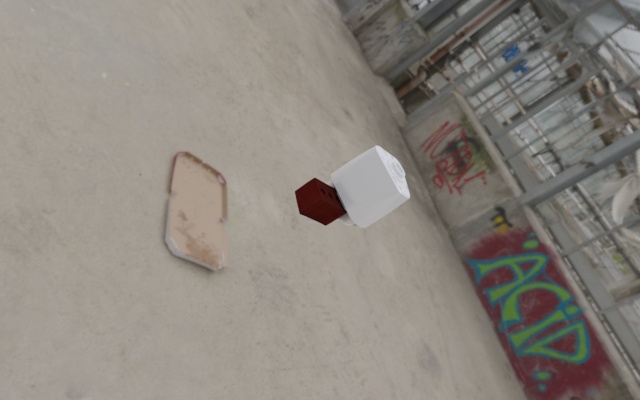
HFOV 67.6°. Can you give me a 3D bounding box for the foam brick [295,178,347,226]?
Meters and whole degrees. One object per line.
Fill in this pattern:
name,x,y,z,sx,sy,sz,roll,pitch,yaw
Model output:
foam brick,0.000,0.003,0.865,0.051,0.053,0.078,-33,-36,25
